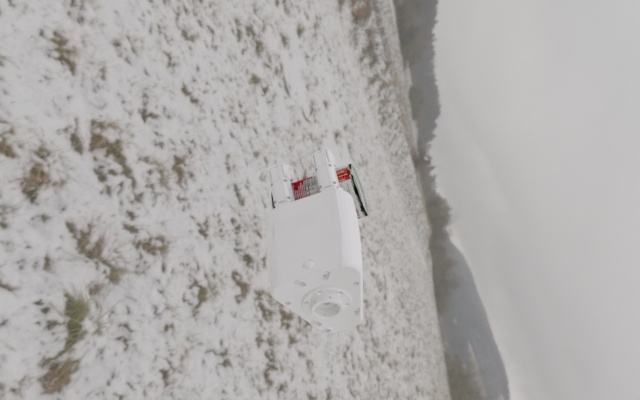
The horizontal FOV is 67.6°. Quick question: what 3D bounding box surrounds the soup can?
[{"bbox_3d":[0.000,0.002,0.579,0.102,0.068,0.068,-18,-3,10],"label":"soup can"}]
